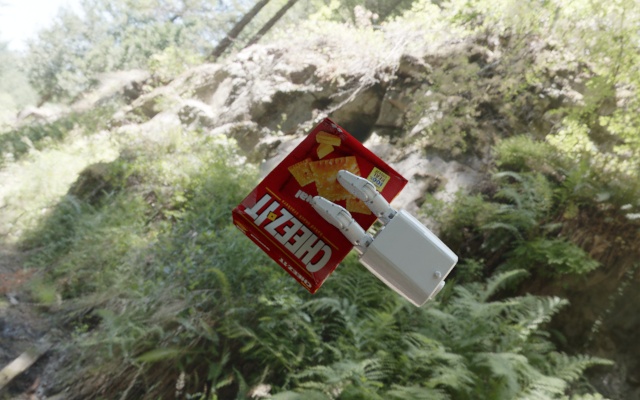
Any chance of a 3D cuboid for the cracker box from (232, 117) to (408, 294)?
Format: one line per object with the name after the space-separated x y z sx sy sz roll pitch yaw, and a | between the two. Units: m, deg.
0.000 0.002 0.713 0.164 0.213 0.072 40 -19 8 | cracker box
